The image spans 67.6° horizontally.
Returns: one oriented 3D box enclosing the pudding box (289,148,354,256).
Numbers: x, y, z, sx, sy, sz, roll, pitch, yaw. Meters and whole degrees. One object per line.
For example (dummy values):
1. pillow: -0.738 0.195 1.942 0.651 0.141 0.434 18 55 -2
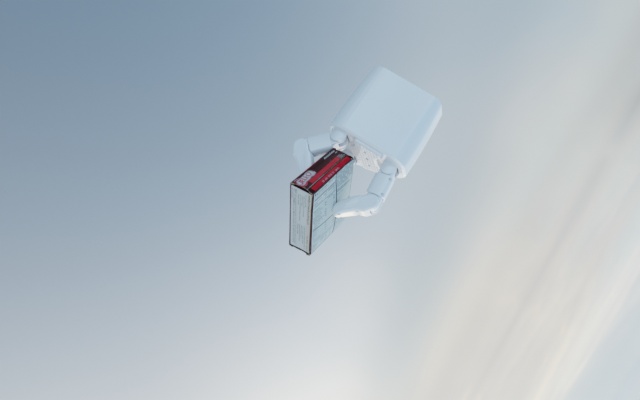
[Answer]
1. pudding box: 0.000 0.002 0.610 0.039 0.114 0.090 27 48 25
